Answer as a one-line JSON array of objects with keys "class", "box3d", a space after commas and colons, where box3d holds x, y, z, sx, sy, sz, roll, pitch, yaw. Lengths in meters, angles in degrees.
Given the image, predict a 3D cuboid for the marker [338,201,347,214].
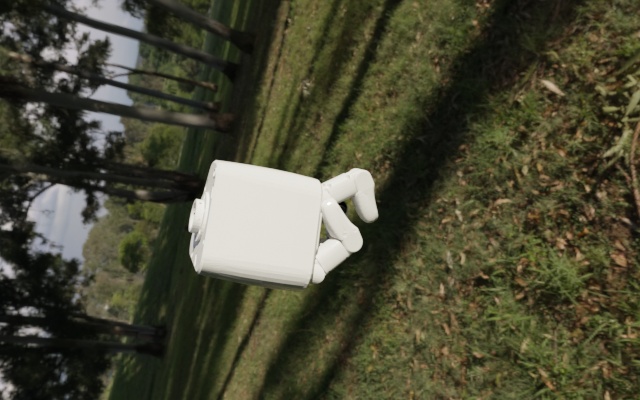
[{"class": "marker", "box3d": [0.000, 0.002, 0.550, 0.020, 0.020, 0.121, 0, 8, -21]}]
